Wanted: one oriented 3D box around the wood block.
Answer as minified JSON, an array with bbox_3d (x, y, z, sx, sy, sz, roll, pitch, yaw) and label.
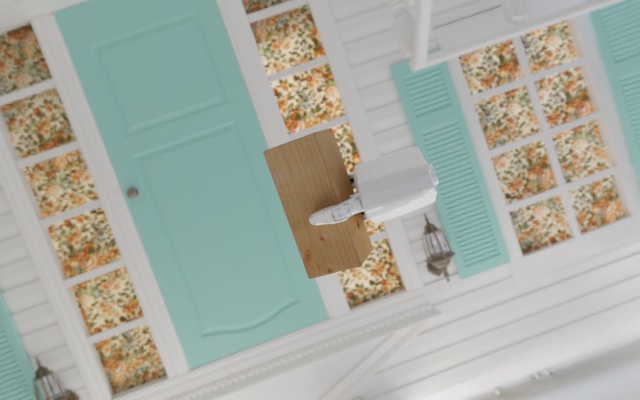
[{"bbox_3d":[0.000,0.003,0.739,0.090,0.206,0.091,-17,6,22],"label":"wood block"}]
